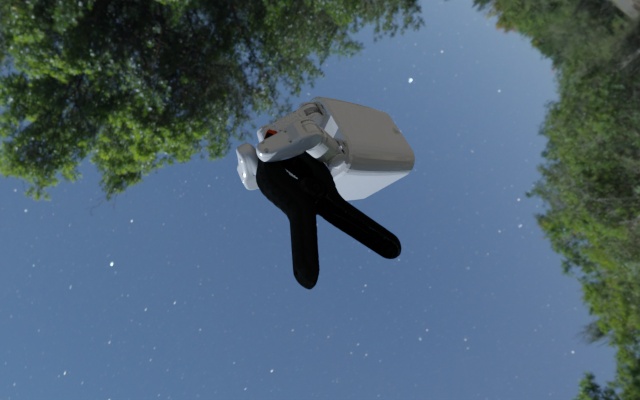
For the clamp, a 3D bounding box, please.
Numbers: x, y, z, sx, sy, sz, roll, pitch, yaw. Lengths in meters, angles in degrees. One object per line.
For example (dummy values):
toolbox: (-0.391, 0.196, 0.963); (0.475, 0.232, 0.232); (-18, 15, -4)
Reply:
clamp: (0.000, 0.002, 0.448); (0.120, 0.171, 0.039); (2, -40, -41)
